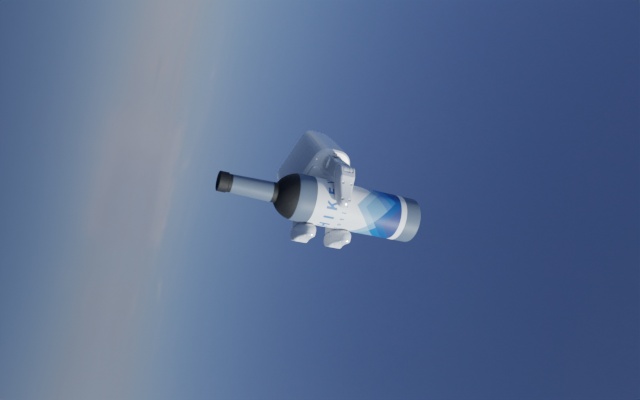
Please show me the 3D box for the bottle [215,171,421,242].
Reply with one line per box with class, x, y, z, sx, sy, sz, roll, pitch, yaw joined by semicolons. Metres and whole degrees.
bottle;0.000;0.002;0.677;0.296;0.069;0.069;12;-4;-21
